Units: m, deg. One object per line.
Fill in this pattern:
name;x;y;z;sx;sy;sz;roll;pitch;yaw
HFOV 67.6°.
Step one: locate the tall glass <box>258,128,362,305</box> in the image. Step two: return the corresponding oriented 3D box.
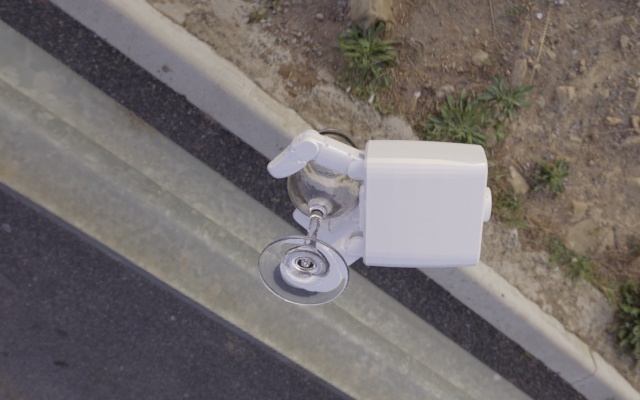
tall glass;0.000;0.002;0.461;0.079;0.079;0.201;0;35;9
